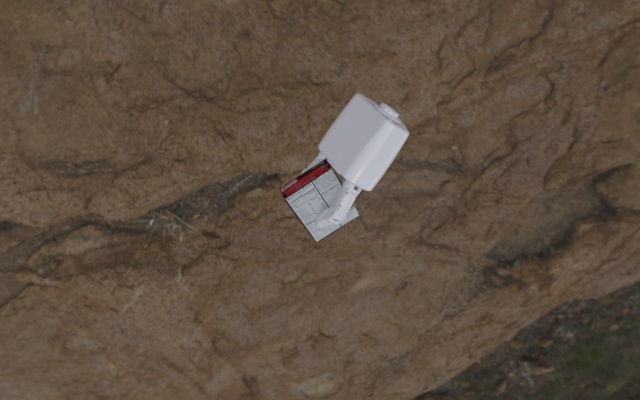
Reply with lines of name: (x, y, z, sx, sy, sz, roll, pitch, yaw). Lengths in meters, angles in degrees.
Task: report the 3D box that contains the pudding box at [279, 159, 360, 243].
pudding box: (0.000, 0.003, 0.766, 0.090, 0.113, 0.039, -32, 34, 2)
